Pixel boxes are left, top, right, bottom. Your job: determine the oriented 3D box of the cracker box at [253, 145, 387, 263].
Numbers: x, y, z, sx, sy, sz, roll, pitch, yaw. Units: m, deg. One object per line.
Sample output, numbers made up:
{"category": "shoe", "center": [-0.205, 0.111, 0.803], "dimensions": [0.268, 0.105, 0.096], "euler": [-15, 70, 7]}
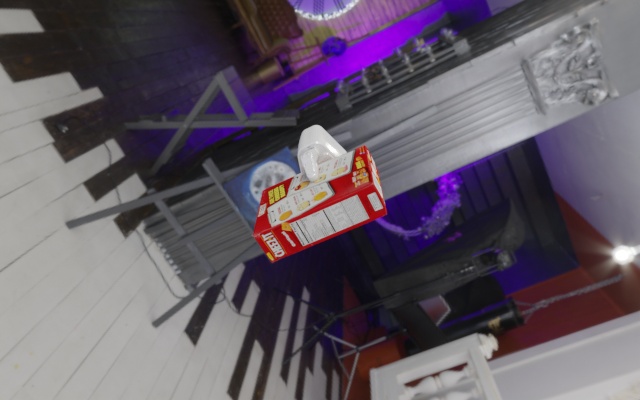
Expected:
{"category": "cracker box", "center": [0.000, 0.002, 0.823], "dimensions": [0.214, 0.072, 0.164], "euler": [-24, 26, 12]}
